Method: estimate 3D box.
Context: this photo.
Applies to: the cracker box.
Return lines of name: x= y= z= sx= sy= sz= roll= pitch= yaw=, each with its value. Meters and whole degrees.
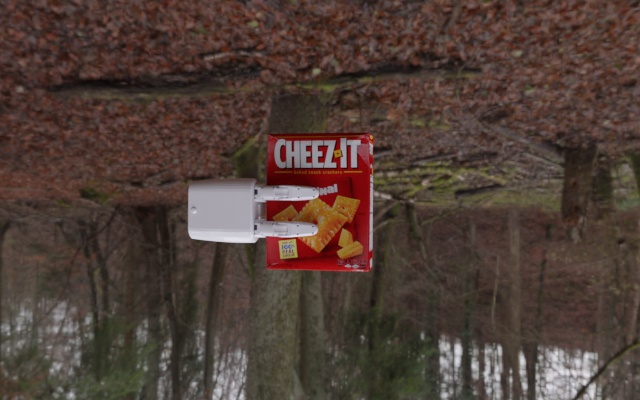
cracker box: x=0.000 y=0.003 z=0.756 sx=0.164 sy=0.213 sz=0.072 roll=0 pitch=0 yaw=9
